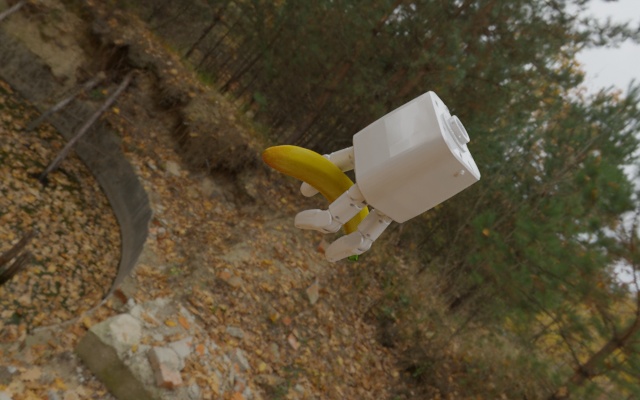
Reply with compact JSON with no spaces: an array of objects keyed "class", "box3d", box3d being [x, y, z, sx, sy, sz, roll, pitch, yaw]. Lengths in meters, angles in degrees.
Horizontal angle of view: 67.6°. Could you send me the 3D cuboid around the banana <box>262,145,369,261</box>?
[{"class":"banana","box3d":[0.009,-0.010,0.580,0.037,0.069,0.198,-8,-47,43]}]
